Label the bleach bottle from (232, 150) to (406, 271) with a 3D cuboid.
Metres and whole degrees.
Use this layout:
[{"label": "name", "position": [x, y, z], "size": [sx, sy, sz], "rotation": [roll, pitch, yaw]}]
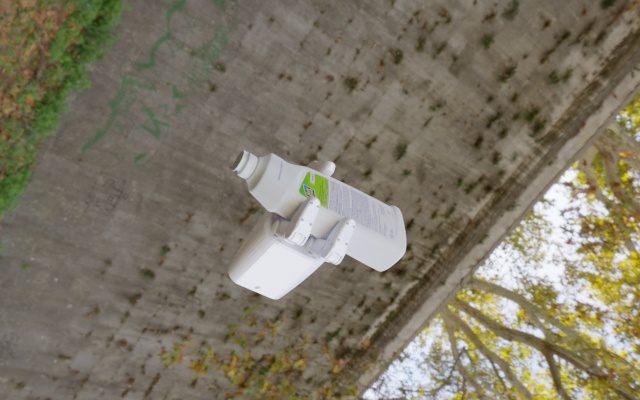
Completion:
[{"label": "bleach bottle", "position": [0.000, 0.002, 0.635], "size": [0.251, 0.102, 0.068], "rotation": [29, -55, -24]}]
